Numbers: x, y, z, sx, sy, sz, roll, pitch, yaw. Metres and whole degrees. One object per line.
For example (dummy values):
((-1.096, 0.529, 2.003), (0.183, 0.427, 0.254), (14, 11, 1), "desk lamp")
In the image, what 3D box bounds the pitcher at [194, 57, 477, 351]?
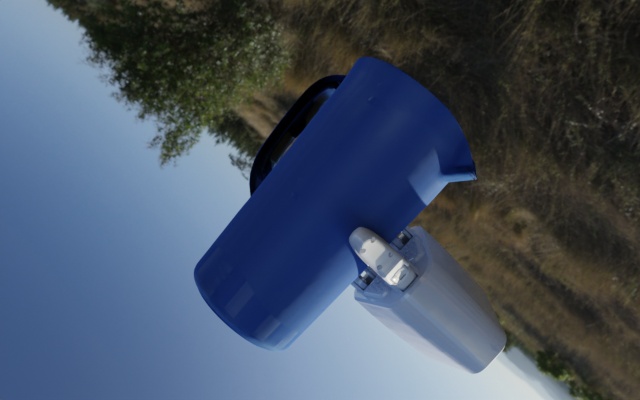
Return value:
((0.000, 0.002, 0.424), (0.145, 0.243, 0.149), (42, -1, -12), "pitcher")
